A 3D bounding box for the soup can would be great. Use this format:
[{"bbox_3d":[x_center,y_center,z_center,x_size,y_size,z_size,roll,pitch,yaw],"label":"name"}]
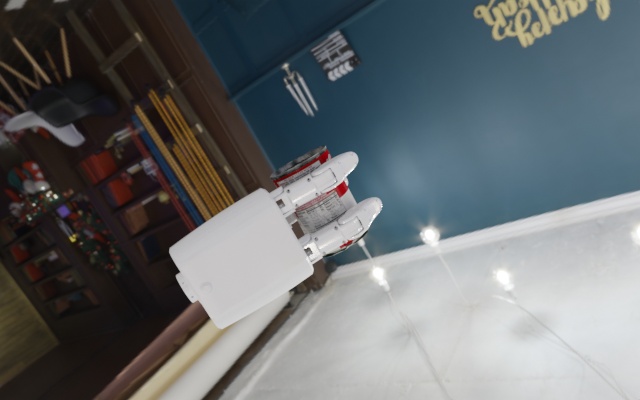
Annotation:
[{"bbox_3d":[0.001,0.002,0.514,0.068,0.102,0.068,-28,11,6],"label":"soup can"}]
